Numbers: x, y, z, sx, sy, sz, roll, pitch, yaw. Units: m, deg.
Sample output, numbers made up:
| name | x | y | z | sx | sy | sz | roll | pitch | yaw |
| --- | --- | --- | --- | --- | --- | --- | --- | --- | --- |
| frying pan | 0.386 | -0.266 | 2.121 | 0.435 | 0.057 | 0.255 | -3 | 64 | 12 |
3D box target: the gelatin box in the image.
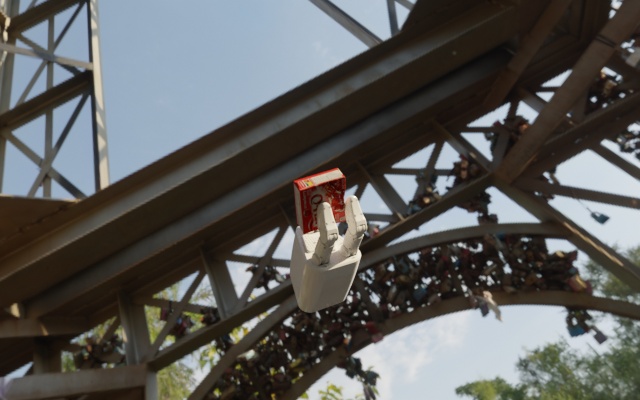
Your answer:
| name | x | y | z | sx | sy | sz | roll | pitch | yaw |
| --- | --- | --- | --- | --- | --- | --- | --- | --- | --- |
| gelatin box | 0.000 | 0.002 | 0.724 | 0.073 | 0.089 | 0.030 | -17 | 41 | -17 |
